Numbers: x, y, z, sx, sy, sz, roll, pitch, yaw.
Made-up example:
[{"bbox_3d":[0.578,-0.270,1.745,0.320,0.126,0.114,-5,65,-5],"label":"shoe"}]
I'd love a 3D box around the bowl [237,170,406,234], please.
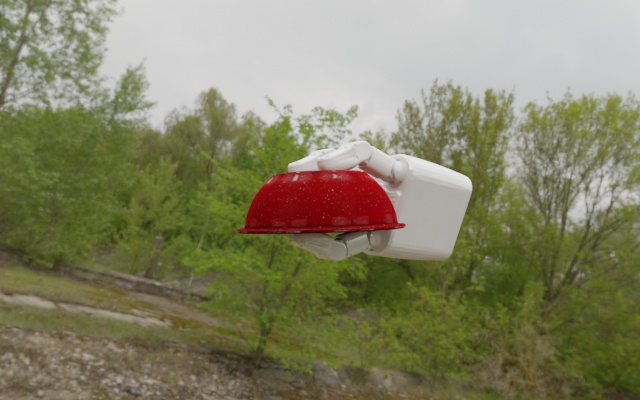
[{"bbox_3d":[-0.001,0.001,0.461,0.162,0.055,0.162,-2,-1,0],"label":"bowl"}]
